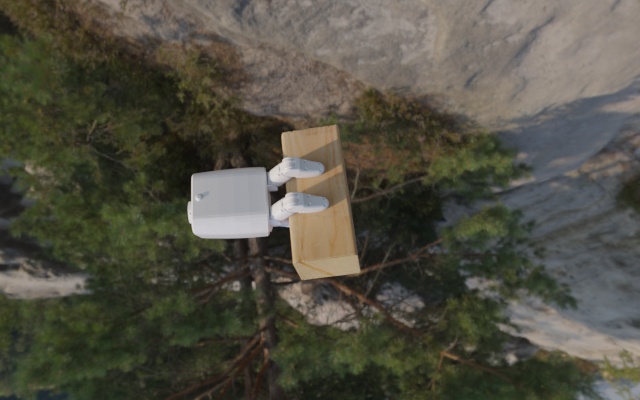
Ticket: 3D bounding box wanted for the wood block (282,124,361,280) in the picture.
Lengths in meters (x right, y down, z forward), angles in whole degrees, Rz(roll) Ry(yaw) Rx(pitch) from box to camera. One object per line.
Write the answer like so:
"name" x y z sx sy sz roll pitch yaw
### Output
"wood block" 0.000 0.003 0.712 0.090 0.206 0.091 -8 -24 3
